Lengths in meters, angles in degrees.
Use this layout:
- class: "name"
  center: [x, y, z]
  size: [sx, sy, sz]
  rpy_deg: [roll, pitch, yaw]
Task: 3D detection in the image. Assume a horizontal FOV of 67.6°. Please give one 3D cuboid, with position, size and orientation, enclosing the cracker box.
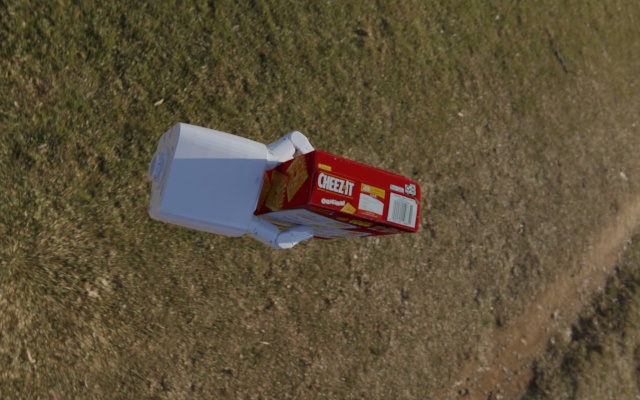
- class: "cracker box"
  center: [0.000, 0.002, 0.635]
  size: [0.164, 0.072, 0.214]
  rpy_deg: [14, -14, -31]
